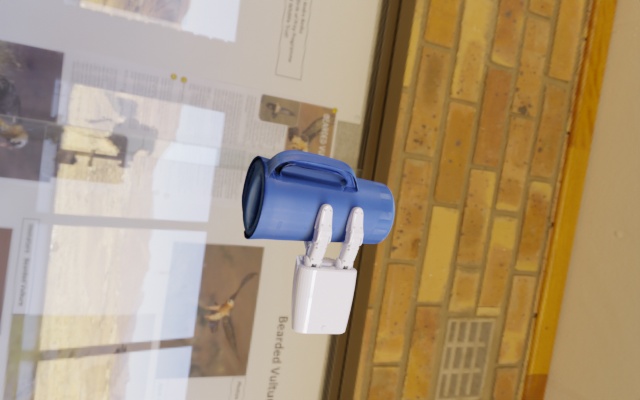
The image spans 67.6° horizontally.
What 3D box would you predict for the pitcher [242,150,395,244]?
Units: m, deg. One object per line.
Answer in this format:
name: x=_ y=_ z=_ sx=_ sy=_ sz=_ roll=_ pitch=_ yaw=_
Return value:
pitcher: x=0.000 y=0.003 z=0.786 sx=0.243 sy=0.145 sz=0.149 roll=7 pitch=1 yaw=-23
